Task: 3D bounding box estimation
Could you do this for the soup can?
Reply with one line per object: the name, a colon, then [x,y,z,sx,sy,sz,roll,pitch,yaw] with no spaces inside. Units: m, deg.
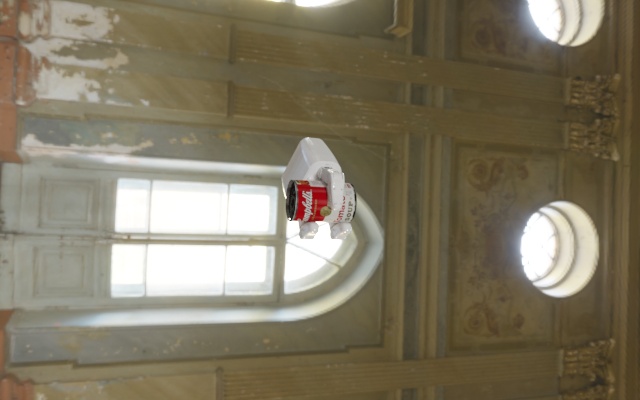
soup can: [0.001,0.003,0.778,0.102,0.068,0.068,3,-1,-18]
